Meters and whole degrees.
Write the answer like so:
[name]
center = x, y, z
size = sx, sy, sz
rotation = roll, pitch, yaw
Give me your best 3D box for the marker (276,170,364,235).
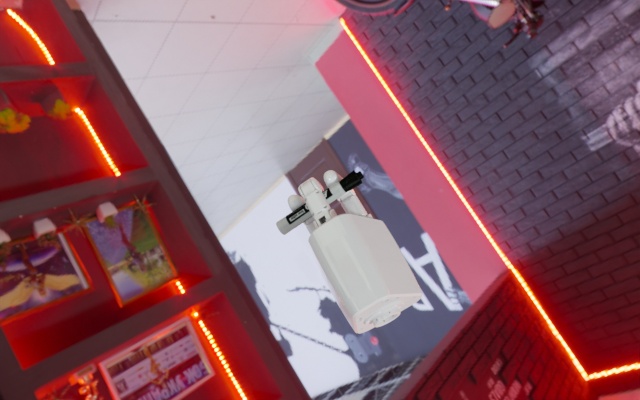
[marker]
center = 0.000, 0.002, 0.575
size = 0.121, 0.020, 0.020
rotation = -34, -7, 10
